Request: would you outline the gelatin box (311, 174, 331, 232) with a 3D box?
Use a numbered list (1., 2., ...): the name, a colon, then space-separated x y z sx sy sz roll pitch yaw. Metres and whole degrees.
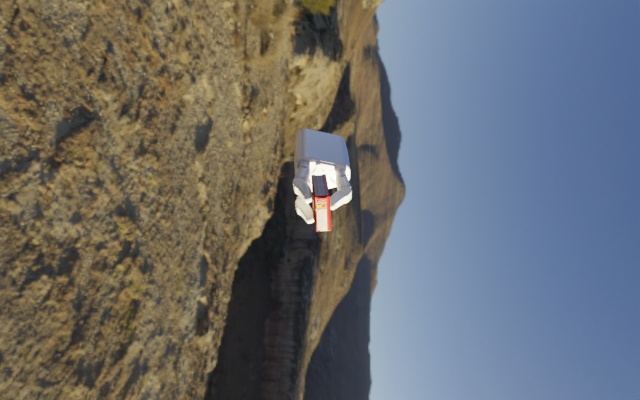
1. gelatin box: 0.001 0.003 0.877 0.030 0.073 0.089 -4 30 -4
